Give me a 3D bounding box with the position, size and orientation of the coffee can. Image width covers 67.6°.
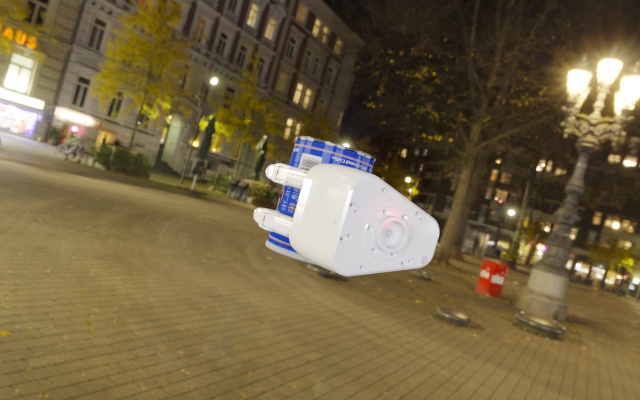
[{"bbox_3d":[0.000,0.002,0.592,0.103,0.140,0.103,16,1,0],"label":"coffee can"}]
